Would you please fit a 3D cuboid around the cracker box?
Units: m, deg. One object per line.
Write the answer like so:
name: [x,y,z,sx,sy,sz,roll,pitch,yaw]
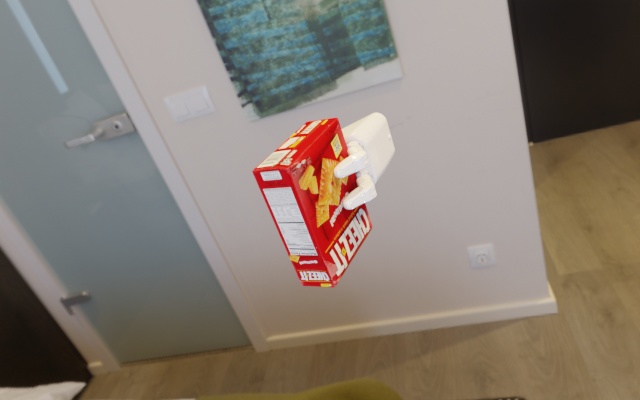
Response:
cracker box: [0.000,0.002,0.748,0.072,0.214,0.164,-2,31,33]
